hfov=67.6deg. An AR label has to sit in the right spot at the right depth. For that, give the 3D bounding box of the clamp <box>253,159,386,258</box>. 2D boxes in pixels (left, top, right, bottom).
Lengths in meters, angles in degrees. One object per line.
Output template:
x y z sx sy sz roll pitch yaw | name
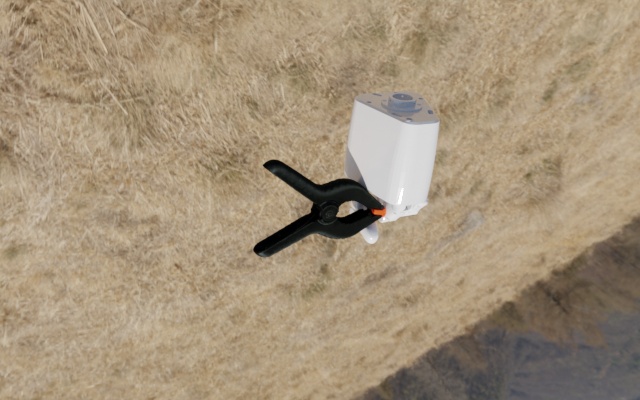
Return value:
0.000 0.002 0.578 0.171 0.120 0.039 -10 32 -23 | clamp
